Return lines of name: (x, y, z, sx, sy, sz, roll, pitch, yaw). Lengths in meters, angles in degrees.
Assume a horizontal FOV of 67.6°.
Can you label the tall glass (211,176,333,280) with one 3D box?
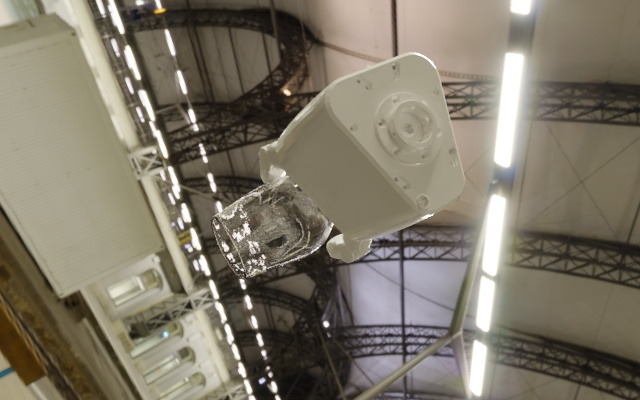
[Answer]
tall glass: (0.001, 0.001, 0.456, 0.201, 0.079, 0.079, -27, 11, -24)
